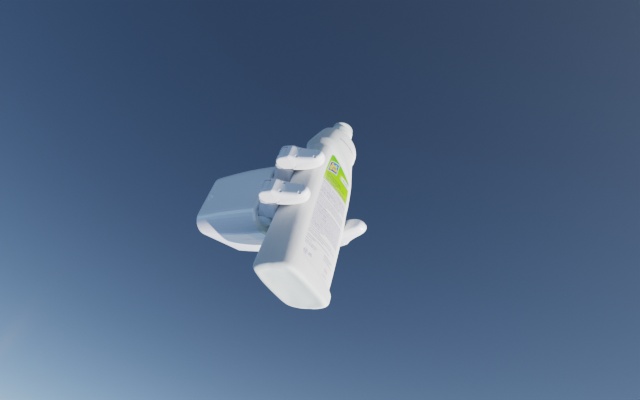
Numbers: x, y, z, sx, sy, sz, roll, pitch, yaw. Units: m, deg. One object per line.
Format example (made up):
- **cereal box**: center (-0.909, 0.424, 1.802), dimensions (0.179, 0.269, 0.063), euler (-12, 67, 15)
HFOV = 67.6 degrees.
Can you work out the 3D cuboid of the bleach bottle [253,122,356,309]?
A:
- **bleach bottle**: center (0.000, 0.002, 0.605), dimensions (0.068, 0.250, 0.103), euler (-5, -43, 32)
